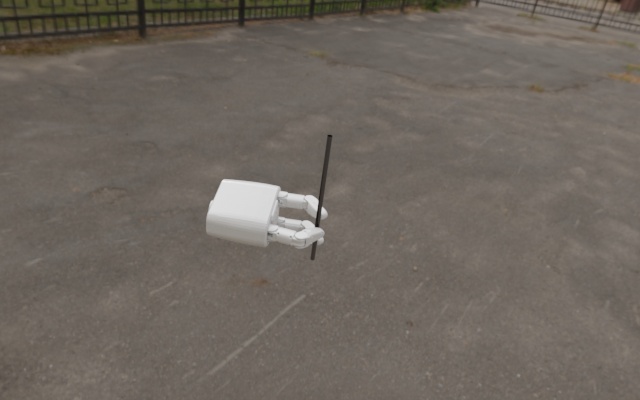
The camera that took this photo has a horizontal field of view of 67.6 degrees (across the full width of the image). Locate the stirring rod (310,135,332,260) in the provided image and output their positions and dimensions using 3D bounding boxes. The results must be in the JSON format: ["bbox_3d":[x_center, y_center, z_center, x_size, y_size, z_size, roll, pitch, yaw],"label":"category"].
[{"bbox_3d":[0.000,0.003,0.802,0.011,0.240,0.011,6,30,-4],"label":"stirring rod"}]
